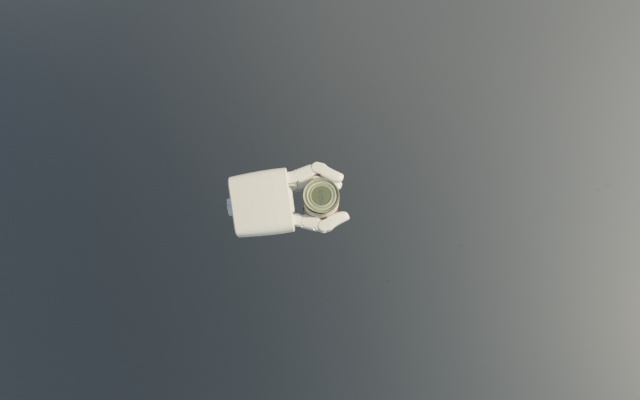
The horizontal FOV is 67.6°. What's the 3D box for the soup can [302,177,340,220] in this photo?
[{"bbox_3d":[0.001,0.003,0.880,0.068,0.068,0.102,0,-14,-1],"label":"soup can"}]
